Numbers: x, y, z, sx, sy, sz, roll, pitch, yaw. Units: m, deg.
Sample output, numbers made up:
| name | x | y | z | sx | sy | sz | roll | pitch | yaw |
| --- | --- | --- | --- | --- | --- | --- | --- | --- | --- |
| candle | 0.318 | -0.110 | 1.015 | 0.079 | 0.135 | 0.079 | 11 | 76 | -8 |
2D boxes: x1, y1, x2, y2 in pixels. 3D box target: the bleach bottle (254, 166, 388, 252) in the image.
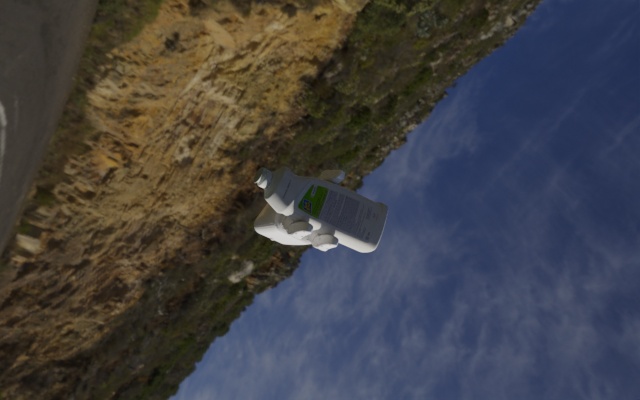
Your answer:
| name | x | y | z | sx | sy | sz | roll | pitch | yaw |
| --- | --- | --- | --- | --- | --- | --- | --- | --- | --- |
| bleach bottle | 0.000 | 0.003 | 0.840 | 0.251 | 0.102 | 0.068 | 28 | -21 | -26 |
